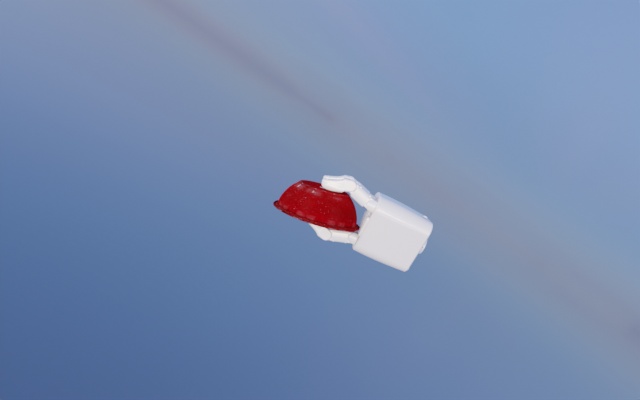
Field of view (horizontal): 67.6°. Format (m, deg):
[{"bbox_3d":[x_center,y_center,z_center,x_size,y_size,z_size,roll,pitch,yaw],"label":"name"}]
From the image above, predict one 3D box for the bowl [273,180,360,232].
[{"bbox_3d":[-0.001,0.002,0.850,0.162,0.055,0.162,16,9,-3],"label":"bowl"}]
